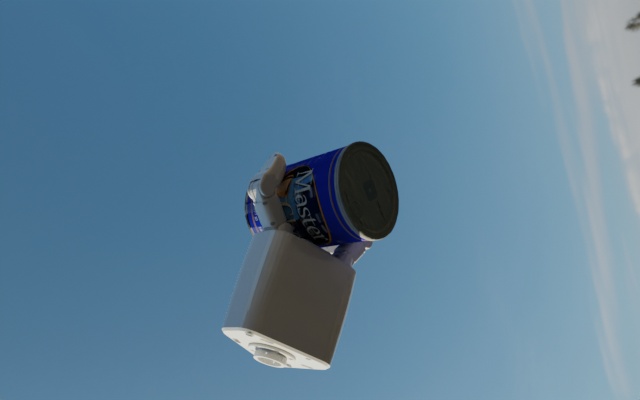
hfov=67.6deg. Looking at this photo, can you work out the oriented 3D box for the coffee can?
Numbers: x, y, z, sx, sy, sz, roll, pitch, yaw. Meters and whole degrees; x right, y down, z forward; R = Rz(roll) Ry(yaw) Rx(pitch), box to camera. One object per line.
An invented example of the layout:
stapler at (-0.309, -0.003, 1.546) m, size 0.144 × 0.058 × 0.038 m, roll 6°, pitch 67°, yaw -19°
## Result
coffee can at (0.000, 0.002, 0.529) m, size 0.140 × 0.103 × 0.103 m, roll -14°, pitch -9°, yaw 40°
